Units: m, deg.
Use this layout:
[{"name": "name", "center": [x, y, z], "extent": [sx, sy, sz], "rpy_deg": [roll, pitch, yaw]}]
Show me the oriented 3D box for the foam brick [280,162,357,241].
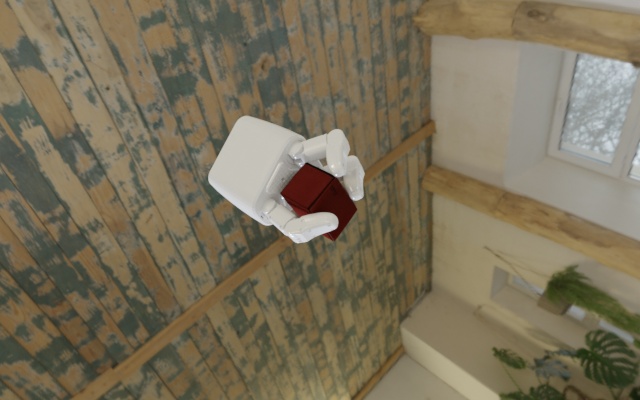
[{"name": "foam brick", "center": [0.000, 0.002, 0.579], "extent": [0.051, 0.053, 0.078], "rpy_deg": [28, -17, 38]}]
